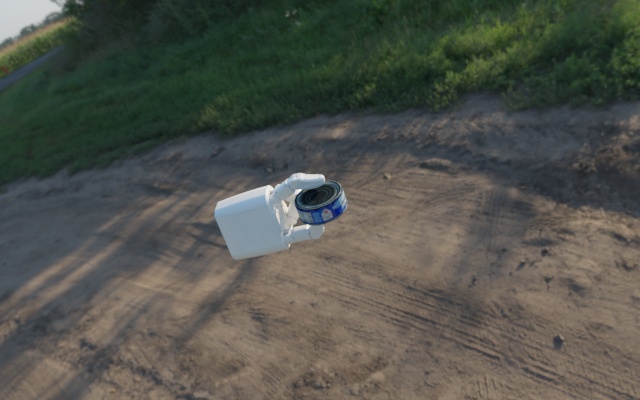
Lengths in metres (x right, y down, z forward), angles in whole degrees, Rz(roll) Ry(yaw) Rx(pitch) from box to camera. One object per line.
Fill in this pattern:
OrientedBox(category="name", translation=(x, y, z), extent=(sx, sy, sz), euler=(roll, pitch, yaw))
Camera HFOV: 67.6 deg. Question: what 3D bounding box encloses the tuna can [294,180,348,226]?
OrientedBox(category="tuna can", translation=(0.000, 0.002, 0.800), extent=(0.086, 0.034, 0.086), euler=(-15, 32, 9))
